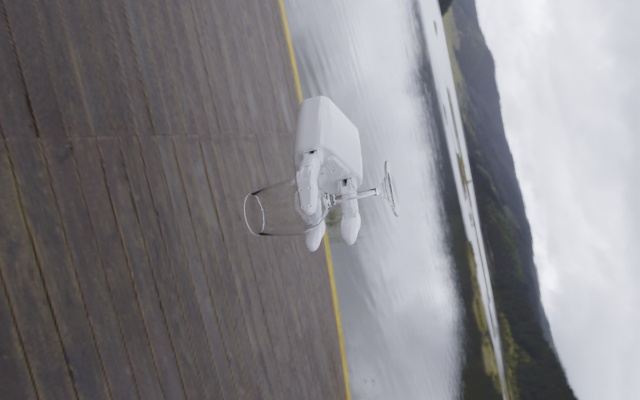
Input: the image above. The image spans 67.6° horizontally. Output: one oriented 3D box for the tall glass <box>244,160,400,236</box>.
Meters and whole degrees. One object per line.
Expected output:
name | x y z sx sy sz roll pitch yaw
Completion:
tall glass | 0.001 0.002 0.645 0.201 0.079 0.079 -11 -3 17
